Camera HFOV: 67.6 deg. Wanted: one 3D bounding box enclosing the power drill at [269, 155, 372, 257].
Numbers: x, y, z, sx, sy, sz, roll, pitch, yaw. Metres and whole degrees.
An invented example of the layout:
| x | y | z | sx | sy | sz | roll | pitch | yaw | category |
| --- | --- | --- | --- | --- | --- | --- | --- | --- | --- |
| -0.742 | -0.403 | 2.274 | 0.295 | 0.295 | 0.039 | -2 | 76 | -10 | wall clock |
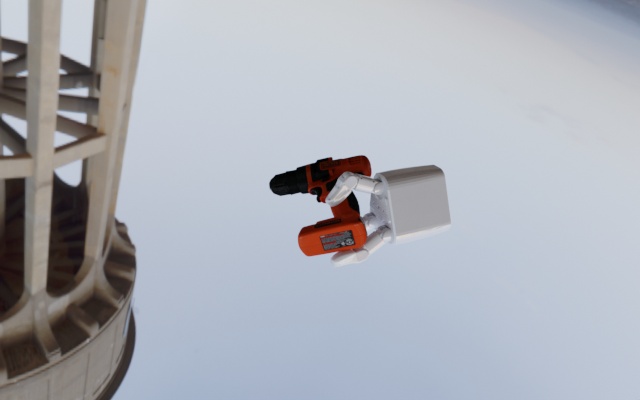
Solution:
| x | y | z | sx | sy | sz | roll | pitch | yaw | category |
| --- | --- | --- | --- | --- | --- | --- | --- | --- | --- |
| 0.000 | 0.003 | 0.792 | 0.184 | 0.187 | 0.057 | -13 | -47 | 9 | power drill |
